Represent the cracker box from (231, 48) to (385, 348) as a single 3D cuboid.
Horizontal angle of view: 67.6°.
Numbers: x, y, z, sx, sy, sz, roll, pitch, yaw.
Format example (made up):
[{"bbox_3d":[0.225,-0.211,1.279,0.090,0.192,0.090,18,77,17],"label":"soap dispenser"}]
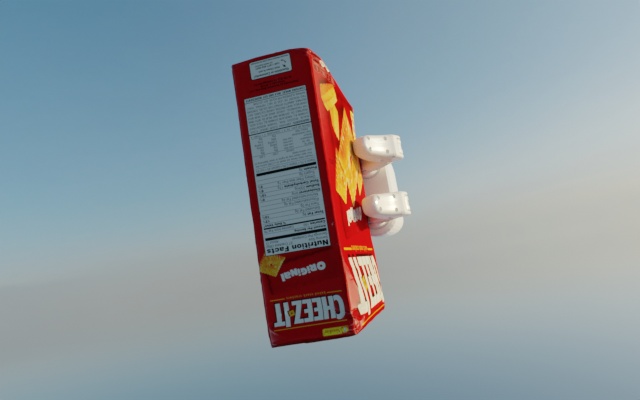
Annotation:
[{"bbox_3d":[0.000,0.001,0.415,0.072,0.213,0.164,-11,-9,14],"label":"cracker box"}]
